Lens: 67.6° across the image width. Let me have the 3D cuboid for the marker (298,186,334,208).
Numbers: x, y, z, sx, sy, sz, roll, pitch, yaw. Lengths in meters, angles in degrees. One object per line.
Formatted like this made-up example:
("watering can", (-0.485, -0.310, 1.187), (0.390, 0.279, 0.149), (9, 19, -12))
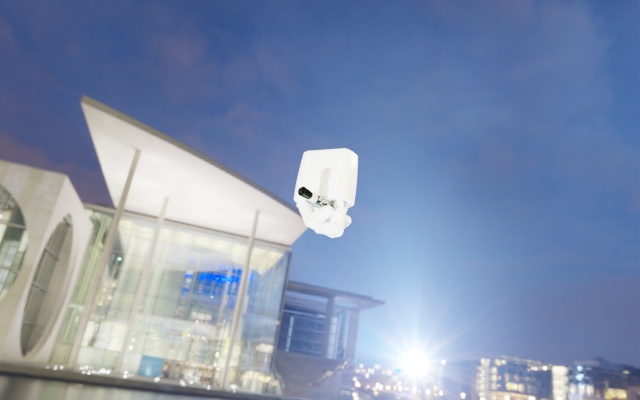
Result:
("marker", (0.000, 0.003, 0.887), (0.020, 0.020, 0.121), (0, -21, 41))
